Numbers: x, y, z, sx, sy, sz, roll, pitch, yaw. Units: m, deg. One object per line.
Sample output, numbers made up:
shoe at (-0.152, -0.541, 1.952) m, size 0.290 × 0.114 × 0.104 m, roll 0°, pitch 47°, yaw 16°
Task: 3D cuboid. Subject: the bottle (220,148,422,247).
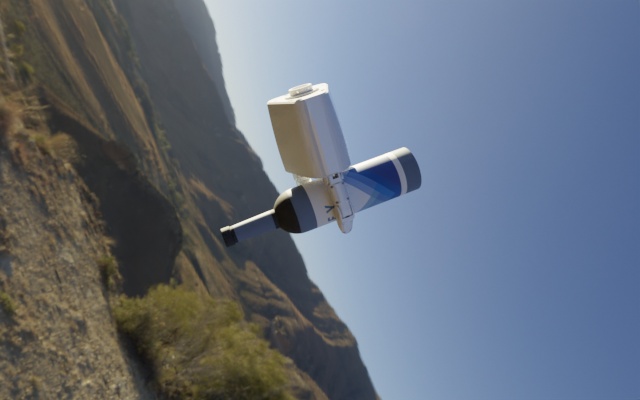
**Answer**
bottle at (0.000, 0.002, 0.693) m, size 0.295 × 0.069 × 0.069 m, roll -21°, pitch 4°, yaw -10°
